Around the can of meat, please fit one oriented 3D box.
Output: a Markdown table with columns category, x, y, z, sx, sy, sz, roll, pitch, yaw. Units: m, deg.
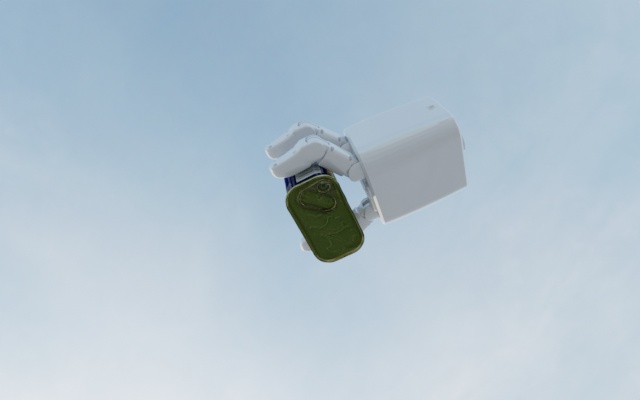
| category | x | y | z | sx | sy | sz | roll | pitch | yaw |
| --- | --- | --- | --- | --- | --- | --- | --- | --- | --- |
| can of meat | 0.000 | 0.002 | 0.519 | 0.057 | 0.102 | 0.084 | -26 | 30 | 5 |
